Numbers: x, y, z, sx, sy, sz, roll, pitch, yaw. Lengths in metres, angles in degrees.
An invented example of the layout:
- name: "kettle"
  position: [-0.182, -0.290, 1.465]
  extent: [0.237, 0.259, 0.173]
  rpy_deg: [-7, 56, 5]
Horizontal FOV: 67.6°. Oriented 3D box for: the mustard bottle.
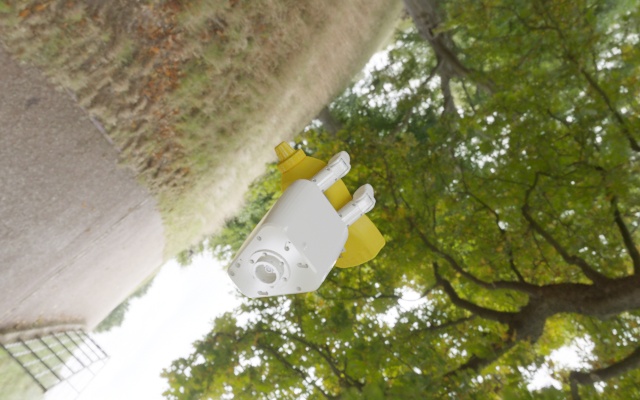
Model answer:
- name: "mustard bottle"
  position: [0.000, 0.002, 0.649]
  extent: [0.058, 0.192, 0.096]
  rpy_deg: [-45, 15, -34]
